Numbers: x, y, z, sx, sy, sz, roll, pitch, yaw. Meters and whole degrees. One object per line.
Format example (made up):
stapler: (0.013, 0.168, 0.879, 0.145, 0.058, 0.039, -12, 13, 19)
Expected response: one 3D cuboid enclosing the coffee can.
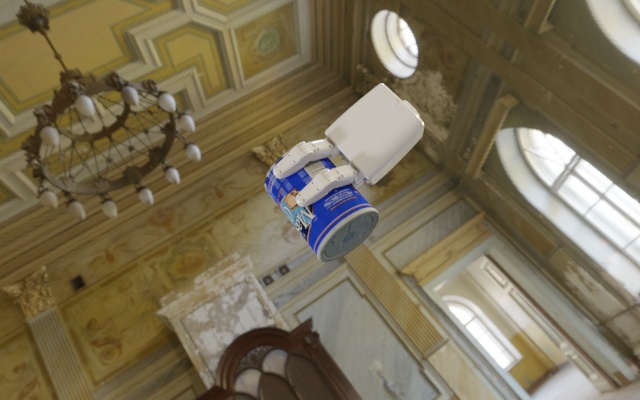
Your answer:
coffee can: (0.000, 0.002, 0.678, 0.103, 0.103, 0.140, 0, 44, -54)
